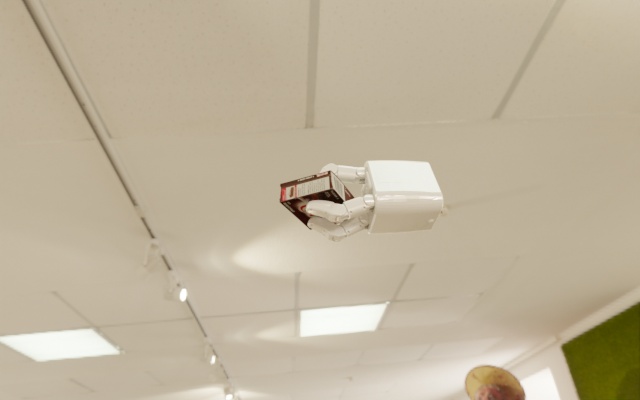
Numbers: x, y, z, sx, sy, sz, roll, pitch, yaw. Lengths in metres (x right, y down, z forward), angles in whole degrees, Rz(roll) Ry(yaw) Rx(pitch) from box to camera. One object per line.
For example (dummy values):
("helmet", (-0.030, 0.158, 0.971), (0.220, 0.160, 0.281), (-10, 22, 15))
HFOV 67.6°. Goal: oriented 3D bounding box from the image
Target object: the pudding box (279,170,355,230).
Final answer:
("pudding box", (0.000, 0.002, 0.755), (0.090, 0.039, 0.113), (-15, -34, 20))
